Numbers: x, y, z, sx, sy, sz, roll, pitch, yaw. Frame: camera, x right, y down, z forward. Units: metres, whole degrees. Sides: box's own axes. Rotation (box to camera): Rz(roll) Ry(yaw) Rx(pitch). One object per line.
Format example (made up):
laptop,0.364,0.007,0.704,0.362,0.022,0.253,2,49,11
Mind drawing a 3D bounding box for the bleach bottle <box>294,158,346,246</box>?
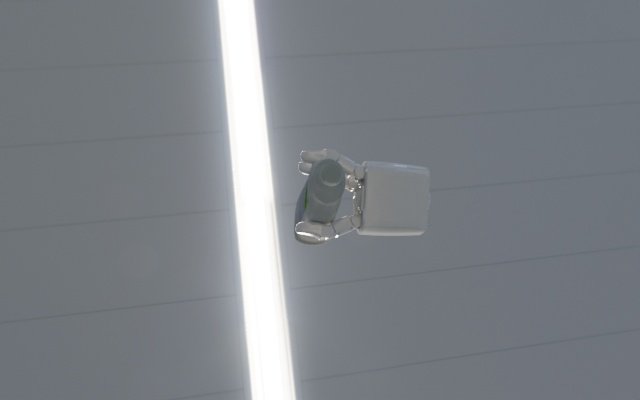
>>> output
bleach bottle,0.000,0.002,0.772,0.068,0.102,0.251,3,-15,-7
